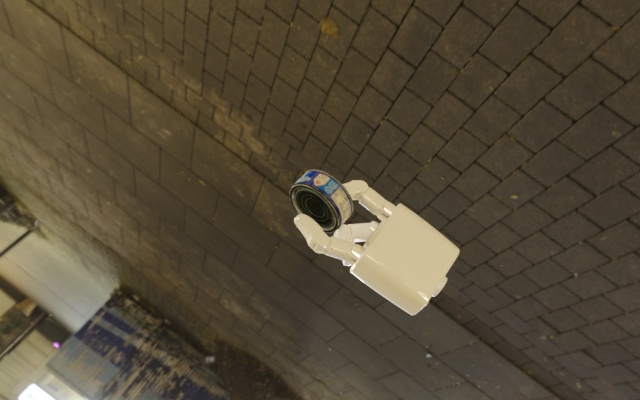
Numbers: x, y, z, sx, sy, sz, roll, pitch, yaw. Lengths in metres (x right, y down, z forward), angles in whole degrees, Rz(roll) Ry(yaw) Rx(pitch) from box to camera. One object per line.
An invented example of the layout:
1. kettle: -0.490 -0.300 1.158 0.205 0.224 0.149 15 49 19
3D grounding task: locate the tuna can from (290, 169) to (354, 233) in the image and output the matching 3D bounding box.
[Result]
1. tuna can: 0.000 0.002 0.644 0.086 0.086 0.033 0 37 48
